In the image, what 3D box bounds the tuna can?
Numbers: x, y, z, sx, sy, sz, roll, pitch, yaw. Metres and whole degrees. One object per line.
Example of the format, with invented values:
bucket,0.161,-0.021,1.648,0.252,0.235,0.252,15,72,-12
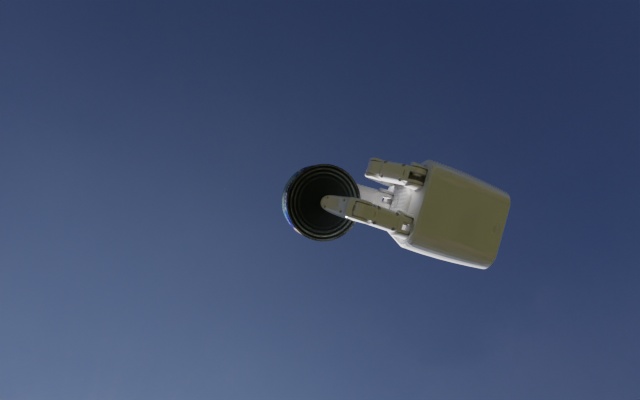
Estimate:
tuna can,0.000,0.002,0.541,0.086,0.086,0.034,0,3,-17
